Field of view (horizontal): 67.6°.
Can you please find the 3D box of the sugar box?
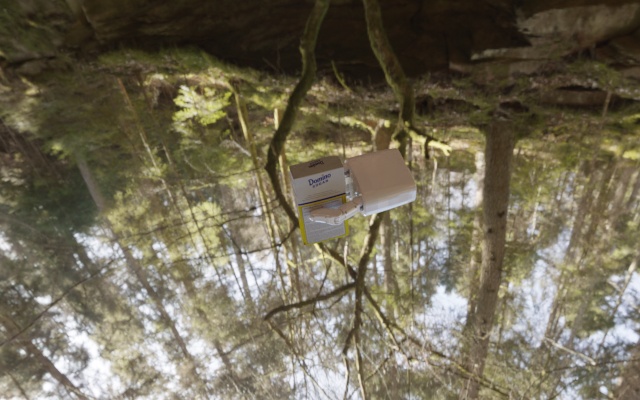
[{"bbox_3d":[0.000,0.003,0.890,0.093,0.176,0.048,-14,41,-8],"label":"sugar box"}]
